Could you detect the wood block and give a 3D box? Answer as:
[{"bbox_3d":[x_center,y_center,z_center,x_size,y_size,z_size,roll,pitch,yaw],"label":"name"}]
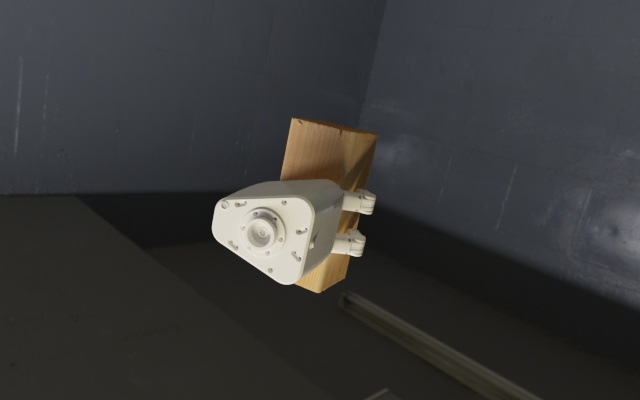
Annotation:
[{"bbox_3d":[0.000,0.002,0.634,0.091,0.206,0.090,18,13,24],"label":"wood block"}]
